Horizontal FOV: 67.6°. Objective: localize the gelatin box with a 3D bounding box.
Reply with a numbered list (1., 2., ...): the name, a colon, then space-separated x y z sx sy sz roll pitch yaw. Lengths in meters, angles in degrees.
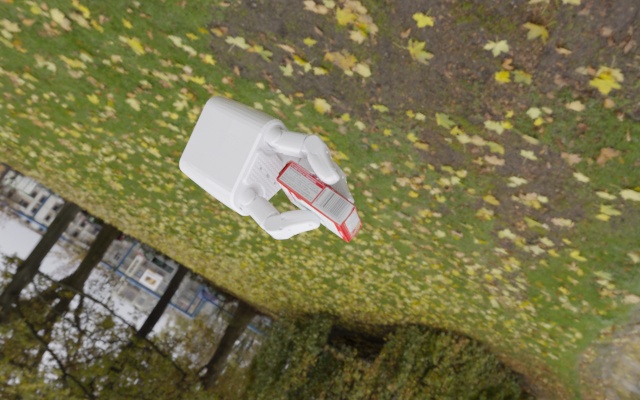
1. gelatin box: 0.000 0.002 0.514 0.089 0.030 0.073 36 -9 19
